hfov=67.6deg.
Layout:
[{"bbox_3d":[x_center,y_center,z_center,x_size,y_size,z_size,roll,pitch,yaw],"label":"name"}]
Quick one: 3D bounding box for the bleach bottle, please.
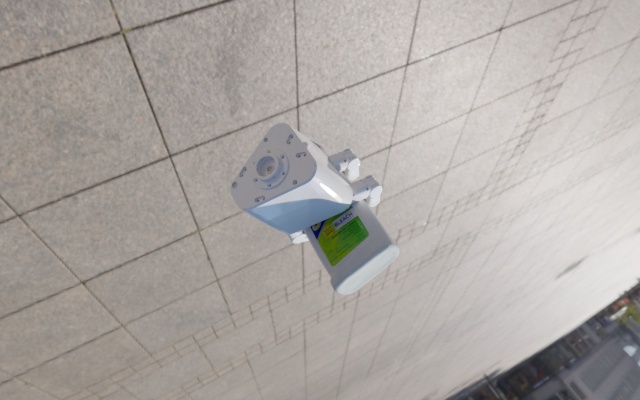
[{"bbox_3d":[0.000,0.002,0.675,0.102,0.250,0.068,-40,-29,8],"label":"bleach bottle"}]
